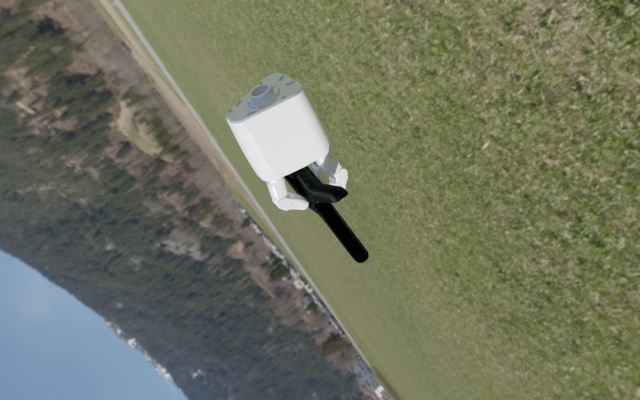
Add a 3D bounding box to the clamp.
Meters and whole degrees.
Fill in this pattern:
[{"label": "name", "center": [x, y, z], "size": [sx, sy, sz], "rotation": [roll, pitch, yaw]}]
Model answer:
[{"label": "clamp", "center": [-0.001, 0.003, 0.756], "size": [0.036, 0.165, 0.210], "rotation": [-35, 41, -13]}]
